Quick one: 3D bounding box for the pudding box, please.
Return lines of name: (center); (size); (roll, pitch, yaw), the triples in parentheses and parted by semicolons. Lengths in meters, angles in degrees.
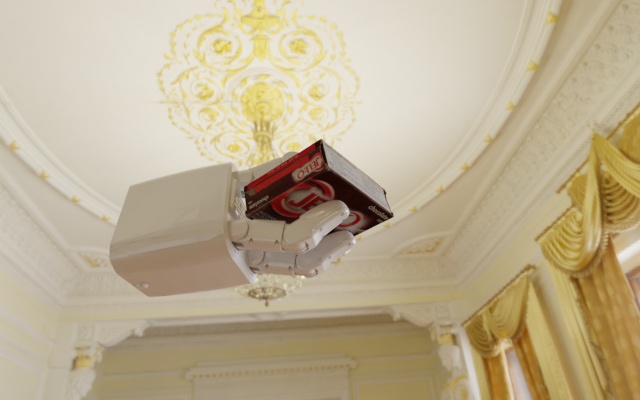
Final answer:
pudding box: (0.000, 0.001, 0.438); (0.090, 0.039, 0.113); (-29, -35, 26)
